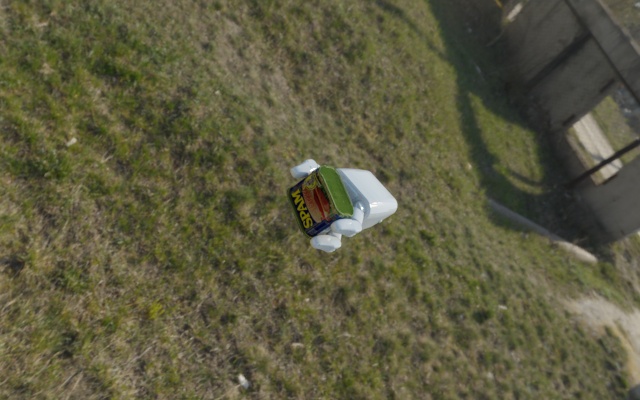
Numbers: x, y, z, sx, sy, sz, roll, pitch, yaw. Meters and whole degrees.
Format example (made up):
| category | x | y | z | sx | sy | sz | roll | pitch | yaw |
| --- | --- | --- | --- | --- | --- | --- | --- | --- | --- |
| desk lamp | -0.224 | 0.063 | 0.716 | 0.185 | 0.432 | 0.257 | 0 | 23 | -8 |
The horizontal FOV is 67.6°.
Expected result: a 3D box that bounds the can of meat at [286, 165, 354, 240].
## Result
| category | x | y | z | sx | sy | sz | roll | pitch | yaw |
| --- | --- | --- | --- | --- | --- | --- | --- | --- | --- |
| can of meat | 0.000 | 0.002 | 0.803 | 0.084 | 0.102 | 0.057 | -35 | -21 | 34 |
